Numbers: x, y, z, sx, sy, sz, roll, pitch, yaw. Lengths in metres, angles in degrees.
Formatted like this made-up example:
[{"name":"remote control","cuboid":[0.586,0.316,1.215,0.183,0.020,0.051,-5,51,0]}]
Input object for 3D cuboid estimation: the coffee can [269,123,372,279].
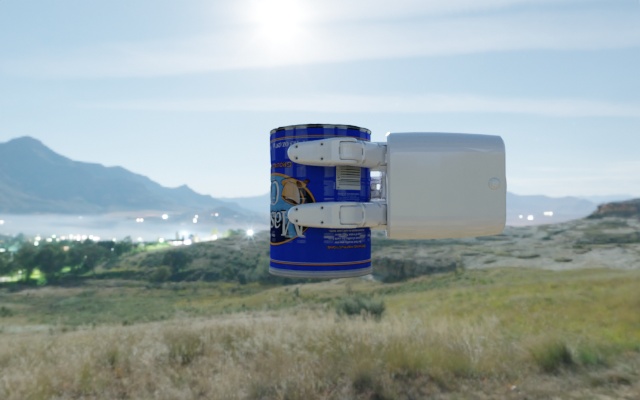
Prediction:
[{"name":"coffee can","cuboid":[0.000,0.002,0.477,0.103,0.140,0.103,0,-1,0]}]
